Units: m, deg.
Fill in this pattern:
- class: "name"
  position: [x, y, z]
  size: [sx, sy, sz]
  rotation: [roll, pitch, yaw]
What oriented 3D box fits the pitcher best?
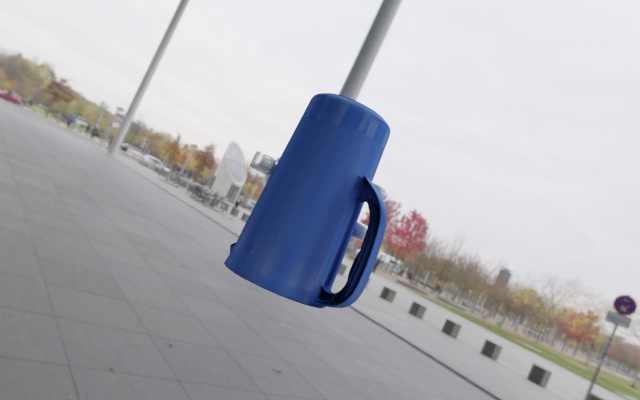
- class: "pitcher"
  position: [0.000, 0.002, 0.580]
  size: [0.149, 0.243, 0.145]
  rotation: [25, -3, -11]
